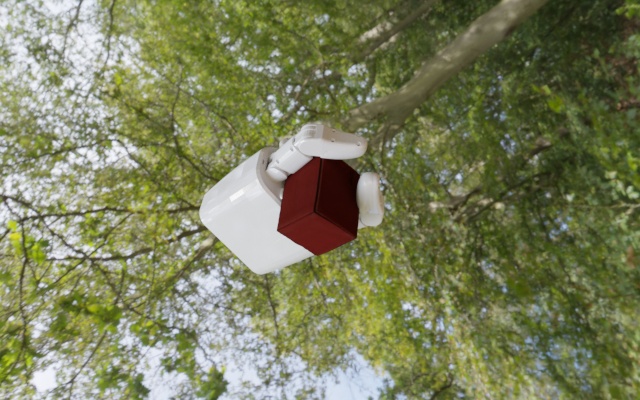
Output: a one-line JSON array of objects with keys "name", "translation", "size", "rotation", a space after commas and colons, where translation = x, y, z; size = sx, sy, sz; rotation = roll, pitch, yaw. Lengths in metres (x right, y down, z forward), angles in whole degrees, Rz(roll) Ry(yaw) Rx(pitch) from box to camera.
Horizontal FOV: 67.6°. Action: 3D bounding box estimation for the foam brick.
[{"name": "foam brick", "translation": [0.000, 0.002, 0.438], "size": [0.051, 0.078, 0.053], "rotation": [-29, -51, 36]}]
